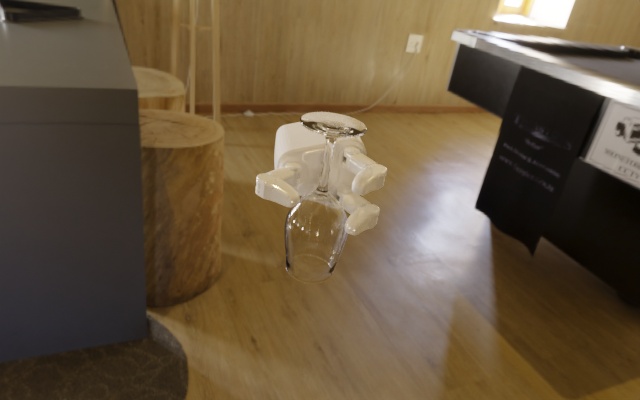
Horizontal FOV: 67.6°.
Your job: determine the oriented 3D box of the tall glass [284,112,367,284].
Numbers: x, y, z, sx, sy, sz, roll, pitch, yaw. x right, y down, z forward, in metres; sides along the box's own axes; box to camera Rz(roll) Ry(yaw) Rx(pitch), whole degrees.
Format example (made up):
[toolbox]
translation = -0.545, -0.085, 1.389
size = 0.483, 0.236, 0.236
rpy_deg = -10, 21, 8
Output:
[tall glass]
translation = 0.000, 0.001, 0.570
size = 0.079, 0.201, 0.079
rpy_deg = 7, 28, -4
